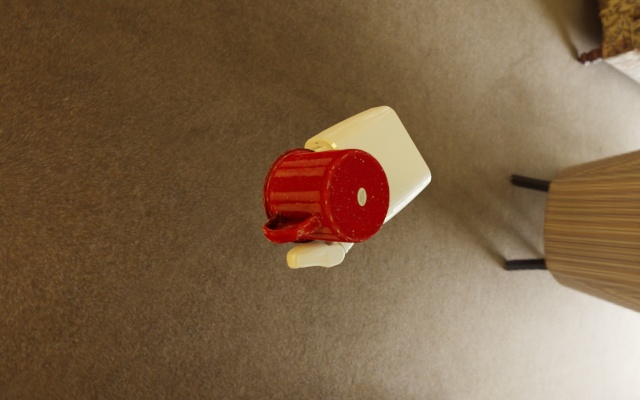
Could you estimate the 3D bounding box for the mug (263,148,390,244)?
[{"bbox_3d":[-0.001,0.002,0.426,0.117,0.093,0.081,-35,22,-34],"label":"mug"}]
